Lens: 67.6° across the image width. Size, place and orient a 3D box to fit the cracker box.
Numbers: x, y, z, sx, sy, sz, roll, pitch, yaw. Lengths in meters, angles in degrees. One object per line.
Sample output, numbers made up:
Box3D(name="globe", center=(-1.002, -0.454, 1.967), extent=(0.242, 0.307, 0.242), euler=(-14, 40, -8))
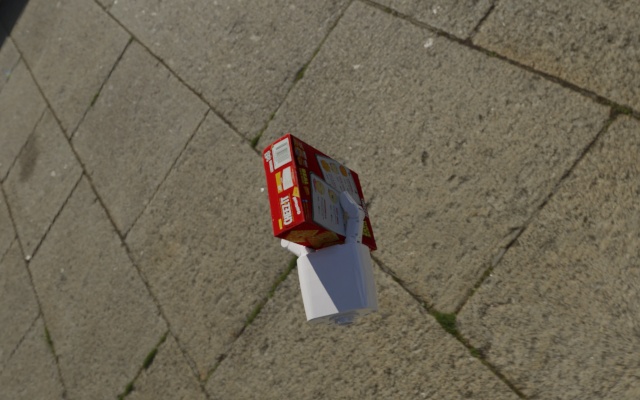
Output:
Box3D(name="cracker box", center=(0.000, 0.003, 0.826), extent=(0.072, 0.164, 0.214), euler=(-27, -31, 28))
